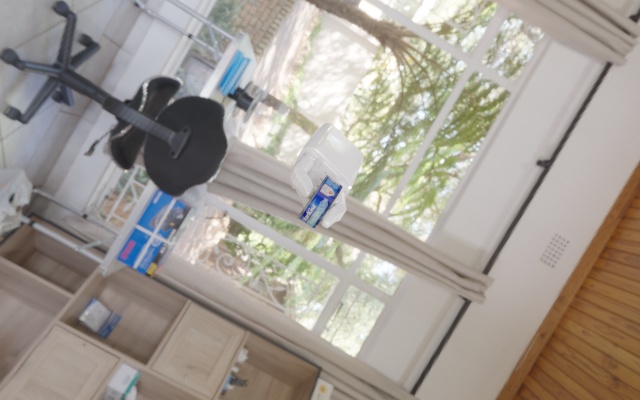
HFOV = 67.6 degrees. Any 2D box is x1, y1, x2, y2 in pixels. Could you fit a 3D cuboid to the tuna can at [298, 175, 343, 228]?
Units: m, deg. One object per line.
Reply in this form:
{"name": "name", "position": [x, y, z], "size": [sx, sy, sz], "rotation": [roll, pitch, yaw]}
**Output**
{"name": "tuna can", "position": [0.001, 0.003, 0.780], "size": [0.034, 0.086, 0.086], "rotation": [34, 0, 0]}
